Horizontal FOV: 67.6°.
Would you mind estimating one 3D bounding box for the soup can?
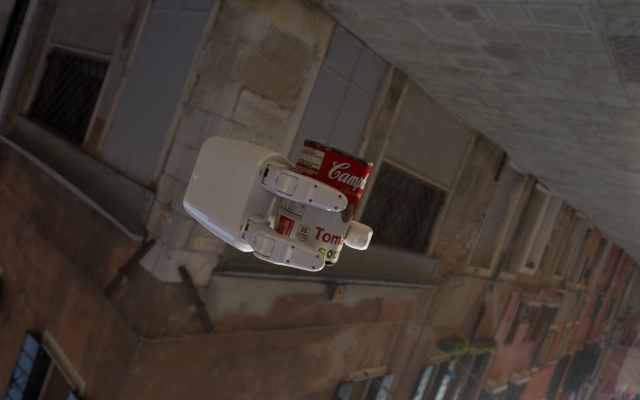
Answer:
[{"bbox_3d":[0.000,0.002,0.449,0.068,0.102,0.068,20,3,-1],"label":"soup can"}]
